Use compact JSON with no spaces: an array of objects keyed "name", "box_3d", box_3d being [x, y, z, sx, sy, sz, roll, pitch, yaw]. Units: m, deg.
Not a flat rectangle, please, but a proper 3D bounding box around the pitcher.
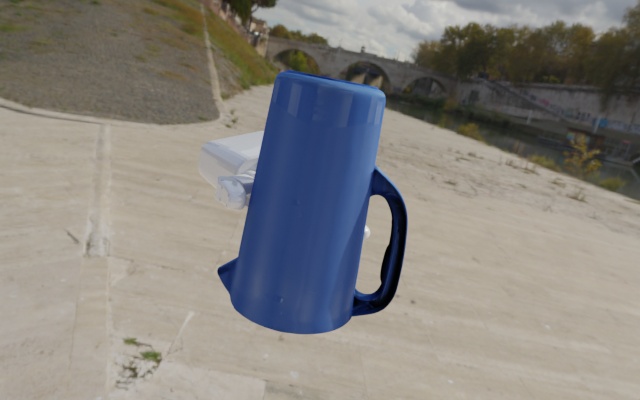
[{"name":"pitcher","box_3d":[0.000,0.002,0.484,0.149,0.243,0.145,-1,18,-39]}]
